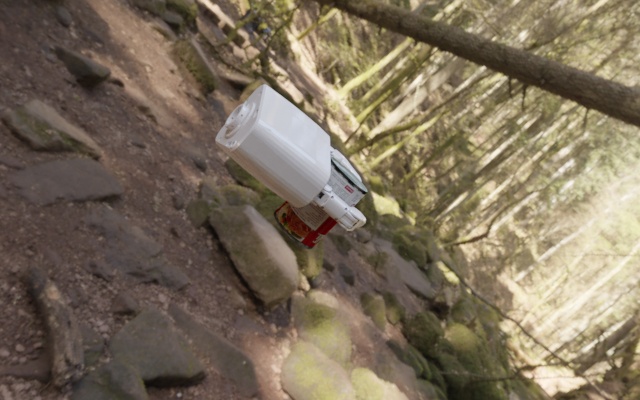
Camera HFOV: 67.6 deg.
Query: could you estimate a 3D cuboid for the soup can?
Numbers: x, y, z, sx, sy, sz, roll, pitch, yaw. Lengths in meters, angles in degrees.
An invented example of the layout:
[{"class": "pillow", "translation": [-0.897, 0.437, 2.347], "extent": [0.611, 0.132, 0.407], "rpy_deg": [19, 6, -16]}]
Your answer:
[{"class": "soup can", "translation": [0.001, 0.002, 0.597], "extent": [0.068, 0.102, 0.068], "rpy_deg": [42, 12, -11]}]
